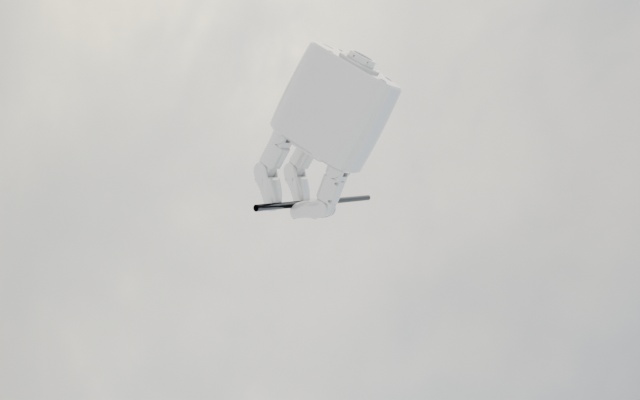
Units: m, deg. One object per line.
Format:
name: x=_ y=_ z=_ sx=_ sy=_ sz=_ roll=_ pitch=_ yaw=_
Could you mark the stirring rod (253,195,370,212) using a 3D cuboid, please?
stirring rod: x=0.000 y=0.002 z=0.627 sx=0.011 sy=0.011 sz=0.239 roll=0 pitch=3 yaw=37
